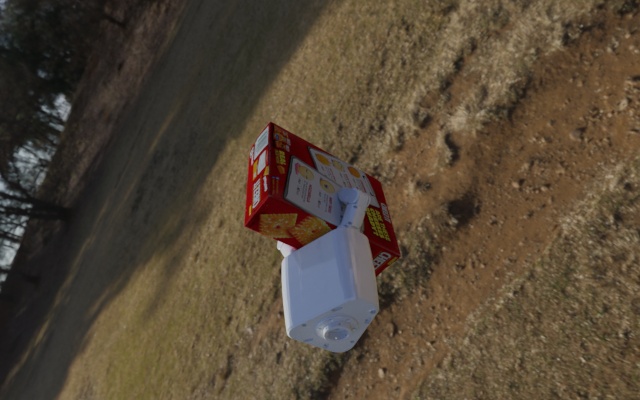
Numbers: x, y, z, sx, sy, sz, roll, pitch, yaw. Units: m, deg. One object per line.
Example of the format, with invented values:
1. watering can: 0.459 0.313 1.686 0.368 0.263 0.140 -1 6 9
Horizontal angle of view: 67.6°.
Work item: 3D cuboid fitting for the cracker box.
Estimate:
1. cracker box: 0.000 0.002 0.681 0.214 0.164 0.072 26 -55 -27
